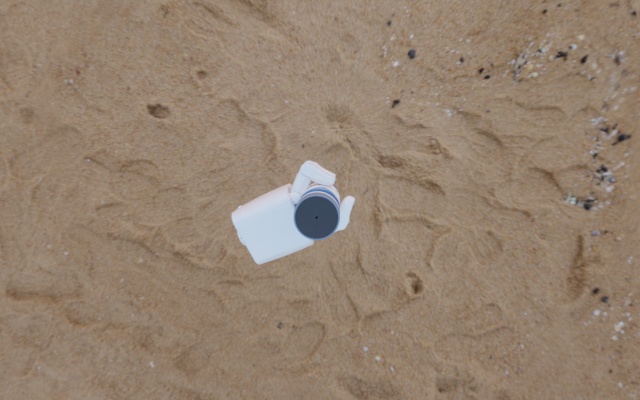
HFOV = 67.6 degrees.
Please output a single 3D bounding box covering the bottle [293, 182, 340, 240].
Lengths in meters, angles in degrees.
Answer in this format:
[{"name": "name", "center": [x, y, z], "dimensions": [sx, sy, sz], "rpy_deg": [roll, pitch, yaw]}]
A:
[{"name": "bottle", "center": [0.000, 0.003, 0.821], "dimensions": [0.069, 0.069, 0.295], "rpy_deg": [0, 8, 2]}]
